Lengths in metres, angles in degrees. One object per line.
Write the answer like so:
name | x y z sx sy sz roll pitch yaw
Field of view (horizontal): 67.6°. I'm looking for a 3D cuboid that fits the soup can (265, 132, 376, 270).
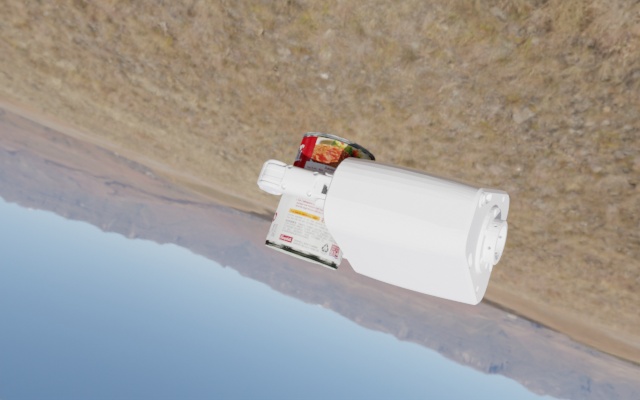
soup can | -0.001 0.001 0.414 0.068 0.102 0.068 19 -9 3
